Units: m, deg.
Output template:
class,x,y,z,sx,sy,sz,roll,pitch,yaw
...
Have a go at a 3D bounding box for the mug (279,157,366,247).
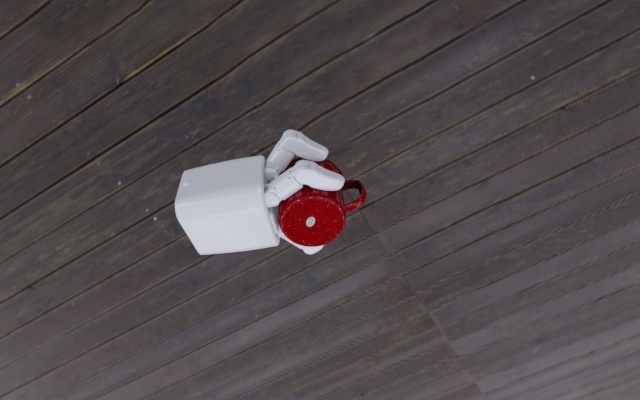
class,x,y,z,sx,sy,sz,roll,pitch,yaw
mug,0.002,0.002,0.601,0.117,0.093,0.081,-10,36,2
